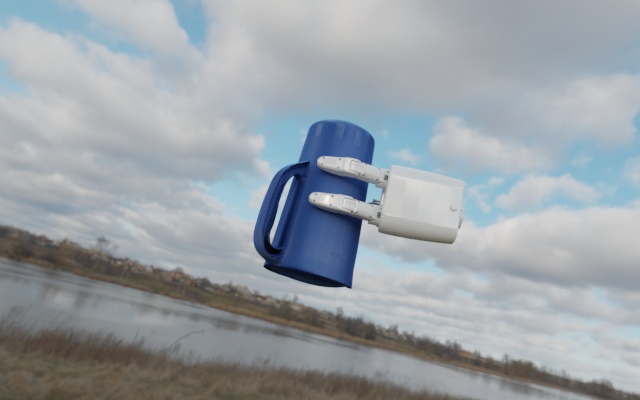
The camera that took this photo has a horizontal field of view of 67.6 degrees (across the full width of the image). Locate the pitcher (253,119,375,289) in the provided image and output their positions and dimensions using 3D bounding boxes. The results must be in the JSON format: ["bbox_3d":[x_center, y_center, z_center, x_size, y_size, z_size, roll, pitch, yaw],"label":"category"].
[{"bbox_3d":[0.000,0.002,0.717,0.145,0.242,0.149,12,-15,6],"label":"pitcher"}]
